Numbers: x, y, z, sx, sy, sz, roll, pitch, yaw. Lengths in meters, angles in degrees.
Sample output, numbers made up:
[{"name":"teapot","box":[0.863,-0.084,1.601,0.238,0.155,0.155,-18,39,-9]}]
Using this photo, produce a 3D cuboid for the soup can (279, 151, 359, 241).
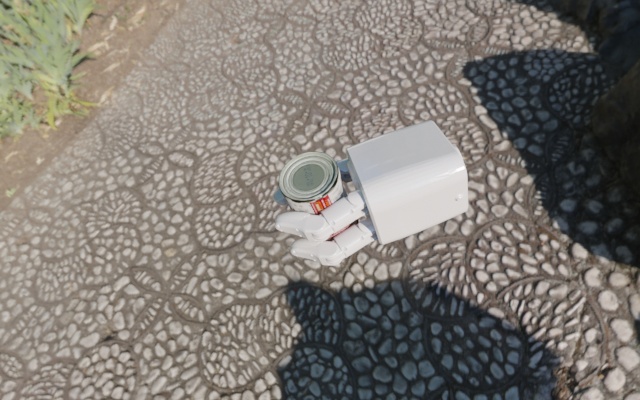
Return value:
[{"name":"soup can","box":[0.000,0.002,0.537,0.068,0.068,0.102,0,-34,18]}]
